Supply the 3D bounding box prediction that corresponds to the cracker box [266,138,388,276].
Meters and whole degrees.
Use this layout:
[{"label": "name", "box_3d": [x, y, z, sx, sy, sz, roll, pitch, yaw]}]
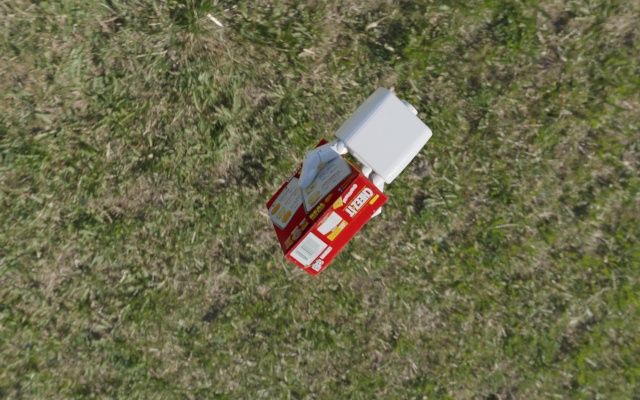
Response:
[{"label": "cracker box", "box_3d": [0.000, 0.003, 0.780, 0.072, 0.164, 0.213, 39, 7, -24]}]
